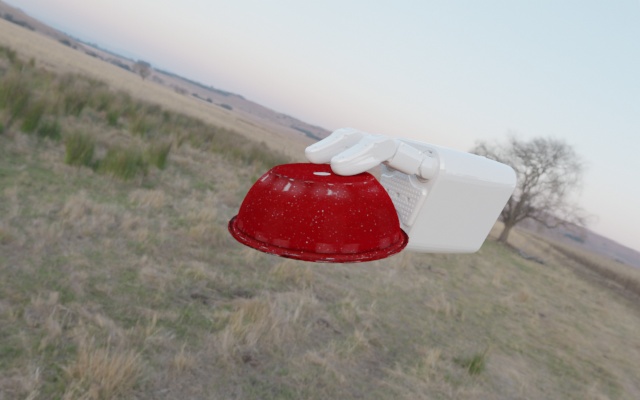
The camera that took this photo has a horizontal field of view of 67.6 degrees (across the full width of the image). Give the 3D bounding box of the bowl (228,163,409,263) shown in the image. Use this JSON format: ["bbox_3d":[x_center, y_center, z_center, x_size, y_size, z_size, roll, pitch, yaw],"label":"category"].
[{"bbox_3d":[-0.001,0.001,0.423,0.162,0.055,0.162,4,14,-1],"label":"bowl"}]
